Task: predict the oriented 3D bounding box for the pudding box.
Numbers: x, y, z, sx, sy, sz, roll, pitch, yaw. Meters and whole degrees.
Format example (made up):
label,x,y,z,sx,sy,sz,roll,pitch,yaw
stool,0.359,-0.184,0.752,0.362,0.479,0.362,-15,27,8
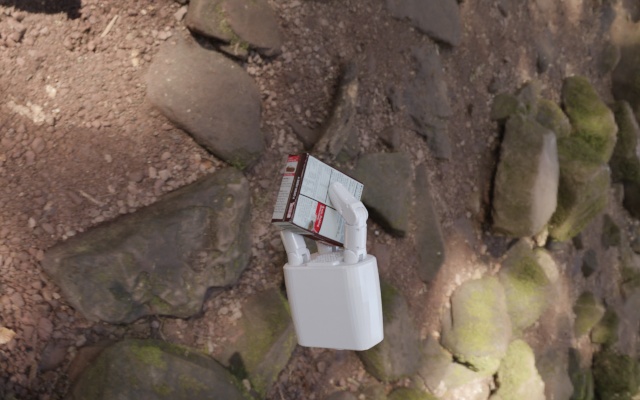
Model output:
label,x,y,z,sx,sy,sz,roll,pitch,yaw
pudding box,0.000,0.002,0.595,0.039,0.090,0.113,0,-18,44
